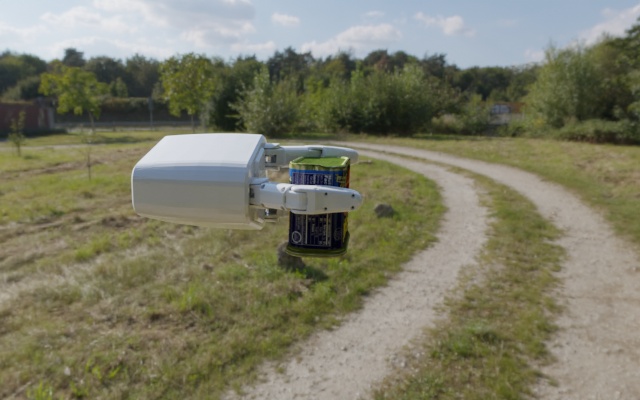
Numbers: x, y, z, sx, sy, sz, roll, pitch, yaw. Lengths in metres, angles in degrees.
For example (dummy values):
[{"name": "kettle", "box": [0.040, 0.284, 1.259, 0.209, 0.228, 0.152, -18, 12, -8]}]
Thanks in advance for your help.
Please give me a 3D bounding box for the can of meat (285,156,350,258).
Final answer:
[{"name": "can of meat", "box": [0.000, 0.001, 0.466, 0.057, 0.084, 0.102, 2, 10, 6]}]
